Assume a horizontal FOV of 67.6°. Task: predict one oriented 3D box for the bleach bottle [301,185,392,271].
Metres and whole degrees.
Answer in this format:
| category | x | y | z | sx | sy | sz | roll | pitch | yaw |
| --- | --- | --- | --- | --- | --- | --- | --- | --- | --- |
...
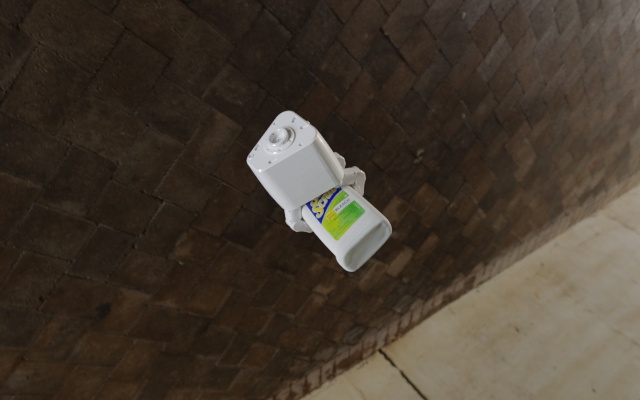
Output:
| category | x | y | z | sx | sy | sz | roll | pitch | yaw |
| --- | --- | --- | --- | --- | --- | --- | --- | --- | --- |
| bleach bottle | 0.000 | 0.003 | 0.796 | 0.250 | 0.102 | 0.068 | 42 | -7 | 39 |
